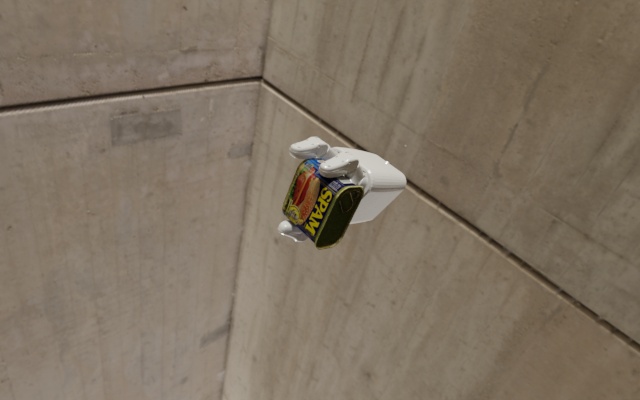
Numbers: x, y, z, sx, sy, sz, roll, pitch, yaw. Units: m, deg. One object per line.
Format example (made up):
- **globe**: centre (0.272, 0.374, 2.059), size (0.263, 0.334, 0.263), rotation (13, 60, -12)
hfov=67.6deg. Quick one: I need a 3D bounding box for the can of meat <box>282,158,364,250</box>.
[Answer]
- **can of meat**: centre (0.000, 0.002, 0.665), size (0.057, 0.102, 0.084), rotation (-5, 37, -48)
